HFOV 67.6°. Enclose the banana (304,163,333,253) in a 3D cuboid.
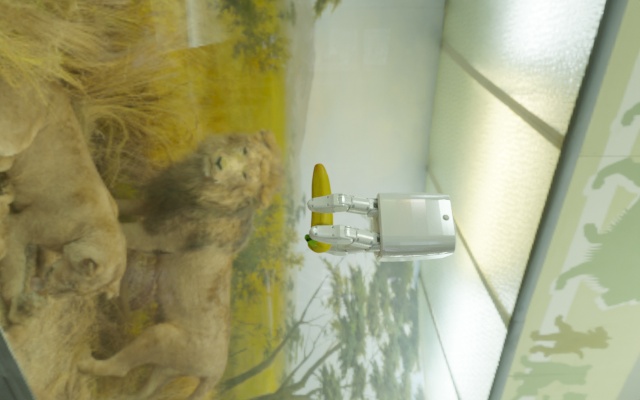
[{"bbox_3d":[0.001,0.019,0.747,0.037,0.070,0.197,-2,36,4],"label":"banana"}]
